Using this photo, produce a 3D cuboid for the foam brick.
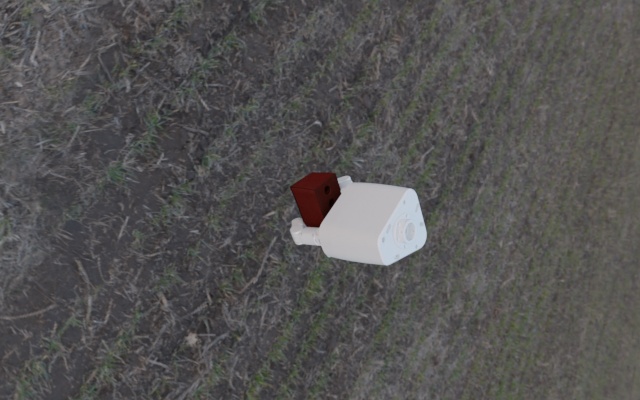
[{"bbox_3d":[0.000,0.002,0.717,0.051,0.078,0.053,6,34,44],"label":"foam brick"}]
